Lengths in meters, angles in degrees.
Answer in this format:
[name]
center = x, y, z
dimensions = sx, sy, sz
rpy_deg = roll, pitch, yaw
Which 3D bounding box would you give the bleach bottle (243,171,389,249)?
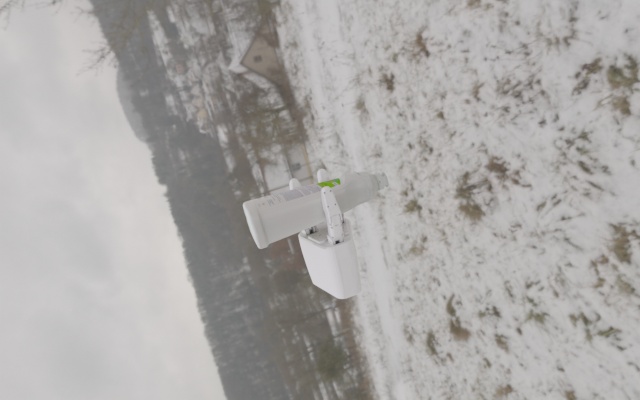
[bleach bottle]
center = 0.000, 0.003, 0.812
dimensions = 0.251, 0.068, 0.102
rpy_deg = -18, 21, -12
